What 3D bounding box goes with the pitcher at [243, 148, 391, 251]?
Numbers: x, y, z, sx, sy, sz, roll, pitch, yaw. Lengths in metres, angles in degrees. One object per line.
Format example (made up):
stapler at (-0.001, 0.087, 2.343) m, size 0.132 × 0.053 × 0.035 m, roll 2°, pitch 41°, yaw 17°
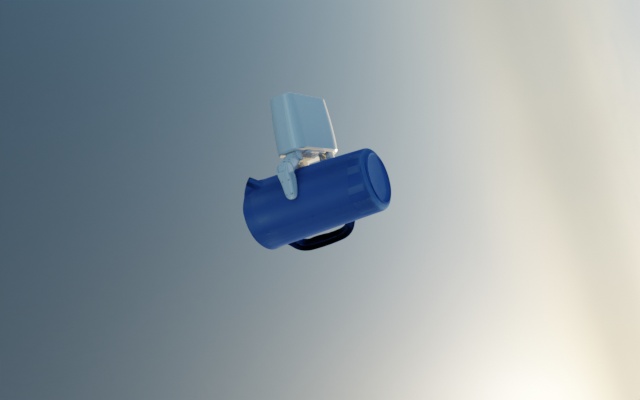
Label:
pitcher at (0.000, 0.003, 0.841) m, size 0.243 × 0.145 × 0.149 m, roll -17°, pitch -12°, yaw 28°
